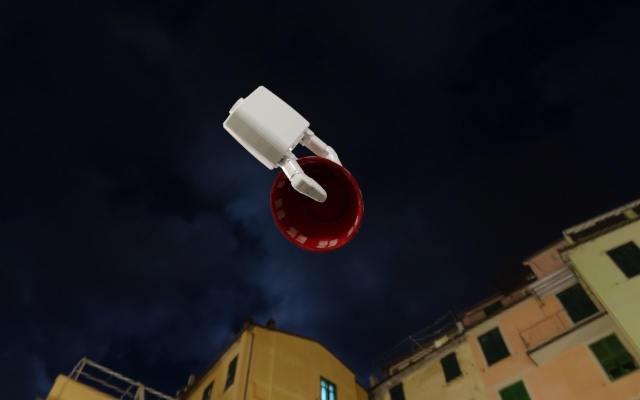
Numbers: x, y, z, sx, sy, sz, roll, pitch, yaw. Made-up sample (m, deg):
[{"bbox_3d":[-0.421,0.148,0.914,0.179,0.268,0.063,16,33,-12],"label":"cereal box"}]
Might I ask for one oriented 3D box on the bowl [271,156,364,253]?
[{"bbox_3d":[0.001,0.004,0.802,0.162,0.162,0.055,0,13,20],"label":"bowl"}]
